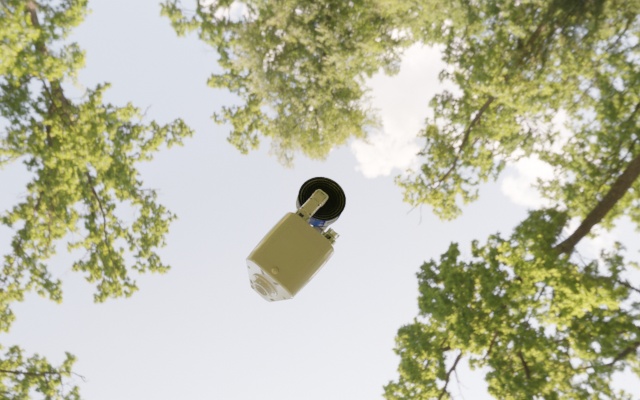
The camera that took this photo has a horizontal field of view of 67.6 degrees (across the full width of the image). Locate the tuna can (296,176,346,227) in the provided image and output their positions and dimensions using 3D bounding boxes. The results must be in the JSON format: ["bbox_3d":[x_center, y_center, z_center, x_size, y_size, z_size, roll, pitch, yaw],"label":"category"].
[{"bbox_3d":[0.000,0.003,0.843,0.086,0.086,0.034,0,-26,-13],"label":"tuna can"}]
